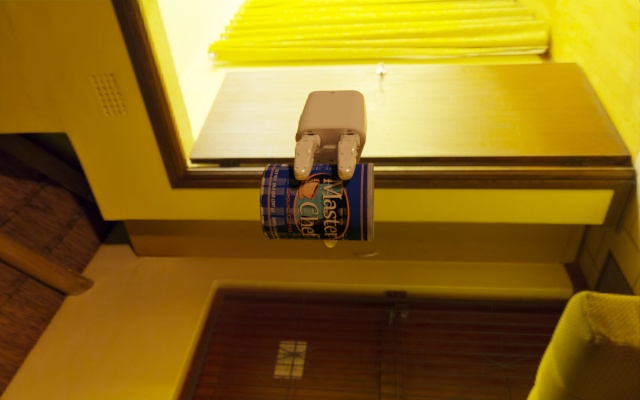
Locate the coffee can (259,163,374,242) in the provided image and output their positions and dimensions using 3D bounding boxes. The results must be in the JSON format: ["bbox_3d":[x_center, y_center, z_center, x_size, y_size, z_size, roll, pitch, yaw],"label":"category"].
[{"bbox_3d":[0.000,0.002,0.632,0.140,0.103,0.103,0,0,7],"label":"coffee can"}]
